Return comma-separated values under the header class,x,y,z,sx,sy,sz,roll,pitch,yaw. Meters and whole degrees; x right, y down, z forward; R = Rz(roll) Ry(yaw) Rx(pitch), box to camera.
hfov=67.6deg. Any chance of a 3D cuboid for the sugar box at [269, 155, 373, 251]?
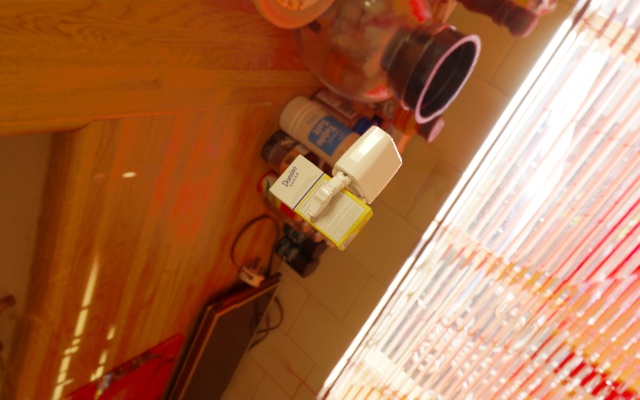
class,x,y,z,sx,sy,sz,roll,pitch,yaw
sugar box,0.000,0.003,0.888,0.176,0.093,0.048,39,-5,21
